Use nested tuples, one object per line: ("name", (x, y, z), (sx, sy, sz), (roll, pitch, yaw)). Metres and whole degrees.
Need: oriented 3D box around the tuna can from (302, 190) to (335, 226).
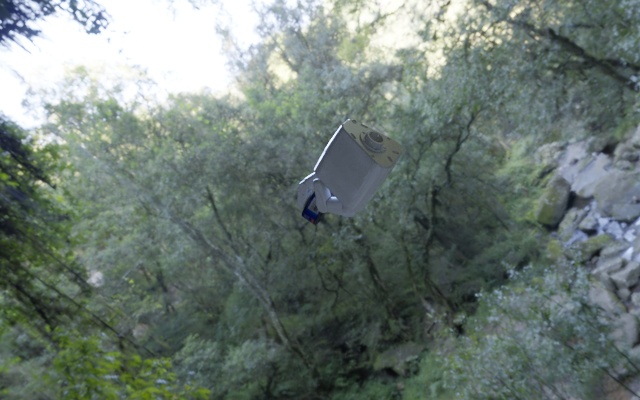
("tuna can", (0.000, 0.003, 0.899), (0.034, 0.086, 0.086), (33, 3, 5))
